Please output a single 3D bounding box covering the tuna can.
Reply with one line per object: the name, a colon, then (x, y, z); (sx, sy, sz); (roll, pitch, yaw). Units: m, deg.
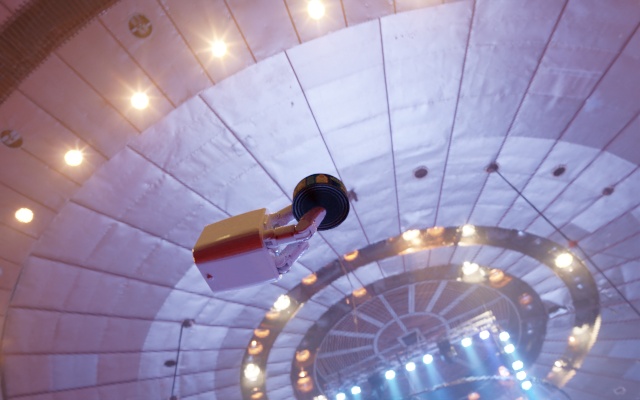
tuna can: (0.000, 0.002, 0.713); (0.086, 0.086, 0.033); (0, 35, -2)
